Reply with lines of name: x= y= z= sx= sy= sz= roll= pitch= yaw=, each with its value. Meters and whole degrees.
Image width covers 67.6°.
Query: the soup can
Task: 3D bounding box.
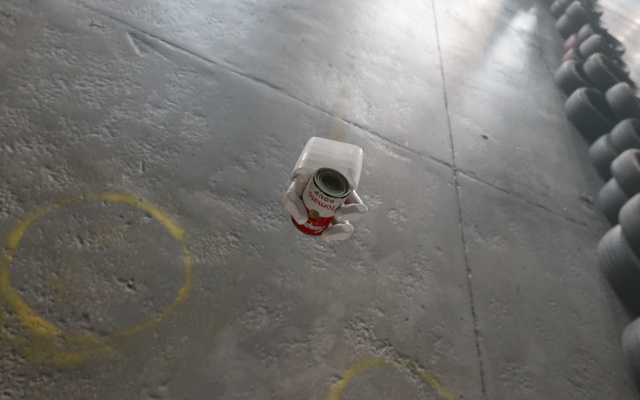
soup can: x=0.000 y=0.003 z=0.795 sx=0.068 sy=0.068 sz=0.102 roll=0 pitch=-40 yaw=-30
